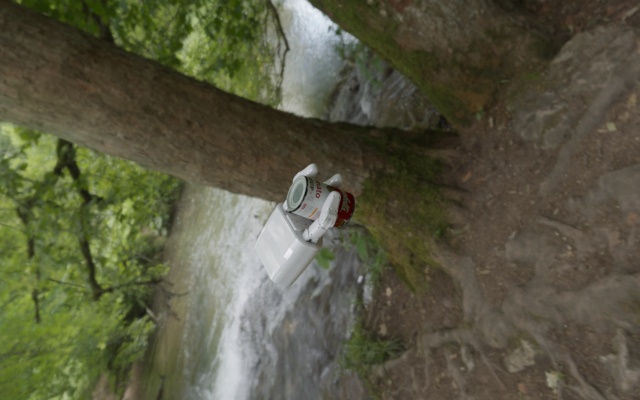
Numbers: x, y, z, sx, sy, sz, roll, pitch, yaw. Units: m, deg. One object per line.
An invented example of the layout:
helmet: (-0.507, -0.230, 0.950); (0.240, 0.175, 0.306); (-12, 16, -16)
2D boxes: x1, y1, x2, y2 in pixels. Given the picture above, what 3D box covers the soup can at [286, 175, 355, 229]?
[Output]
soup can: (0.000, 0.002, 0.835); (0.102, 0.068, 0.068); (21, -10, -28)
